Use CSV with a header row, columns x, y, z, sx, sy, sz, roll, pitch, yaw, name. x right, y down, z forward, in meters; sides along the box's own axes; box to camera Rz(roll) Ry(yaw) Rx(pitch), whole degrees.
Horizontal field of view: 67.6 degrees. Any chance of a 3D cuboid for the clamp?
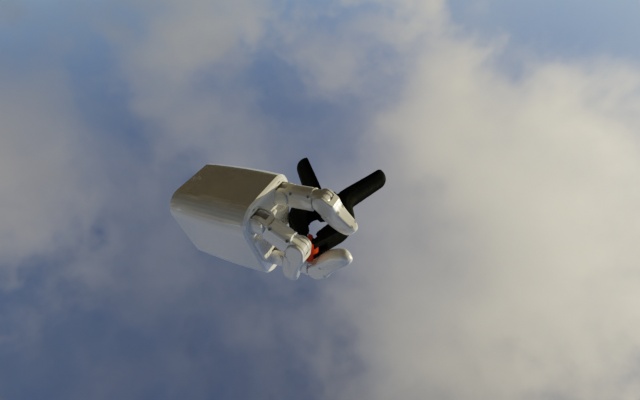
x,y,z,sx,sy,sz,roll,pitch,yaw,name
0.000,0.003,0.595,0.120,0.039,0.171,12,40,23,clamp
